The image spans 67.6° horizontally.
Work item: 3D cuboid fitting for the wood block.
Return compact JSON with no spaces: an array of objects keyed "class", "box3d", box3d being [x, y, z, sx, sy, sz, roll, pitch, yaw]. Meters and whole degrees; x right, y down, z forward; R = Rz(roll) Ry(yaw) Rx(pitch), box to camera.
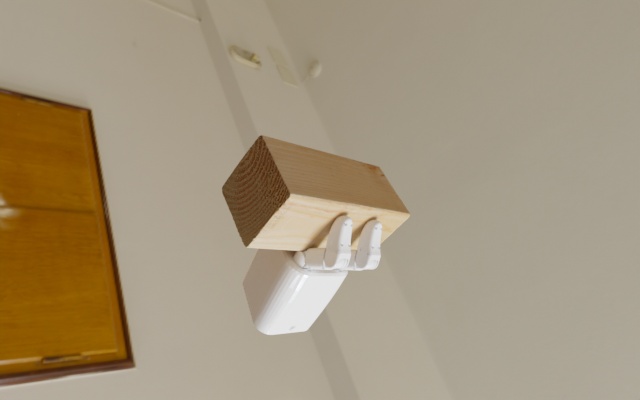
[{"class":"wood block","box3d":[0.000,0.002,0.578,0.206,0.090,0.090,9,-48,-45]}]
